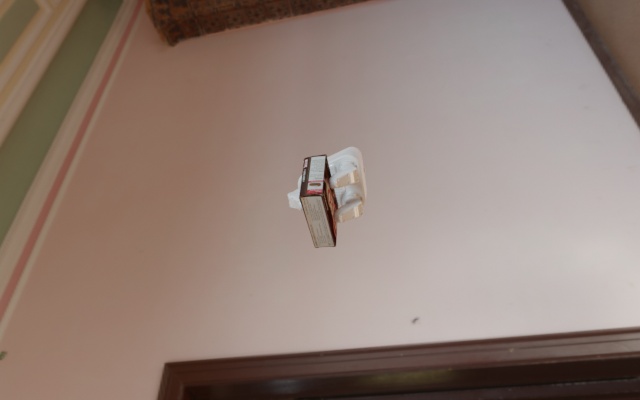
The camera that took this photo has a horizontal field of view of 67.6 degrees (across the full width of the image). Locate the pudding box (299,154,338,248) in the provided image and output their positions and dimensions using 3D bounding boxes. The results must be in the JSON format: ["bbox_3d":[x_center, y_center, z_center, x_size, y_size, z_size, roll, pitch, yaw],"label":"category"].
[{"bbox_3d":[0.000,0.002,0.717,0.039,0.114,0.090,-8,43,11],"label":"pudding box"}]
